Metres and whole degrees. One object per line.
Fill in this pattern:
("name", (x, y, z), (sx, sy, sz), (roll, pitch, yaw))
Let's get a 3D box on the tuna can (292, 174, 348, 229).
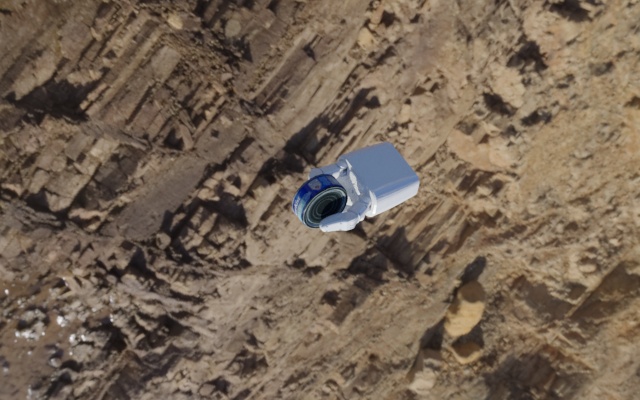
("tuna can", (0.000, 0.003, 0.745), (0.086, 0.086, 0.033), (0, 38, -42))
